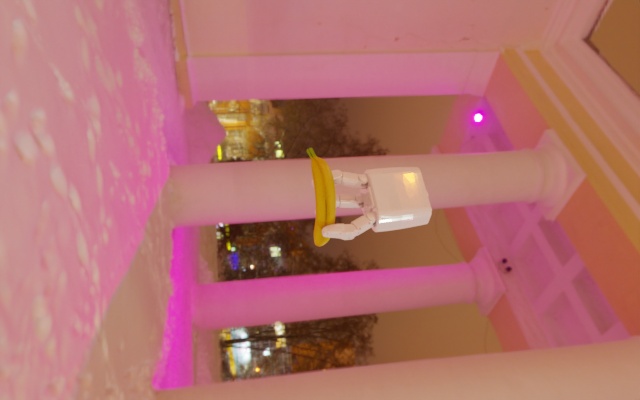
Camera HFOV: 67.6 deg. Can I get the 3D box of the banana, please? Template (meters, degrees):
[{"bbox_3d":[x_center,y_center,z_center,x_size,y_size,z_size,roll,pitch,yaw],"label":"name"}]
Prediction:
[{"bbox_3d":[0.005,0.007,0.857,0.037,0.198,0.069,-8,25,-13],"label":"banana"}]
